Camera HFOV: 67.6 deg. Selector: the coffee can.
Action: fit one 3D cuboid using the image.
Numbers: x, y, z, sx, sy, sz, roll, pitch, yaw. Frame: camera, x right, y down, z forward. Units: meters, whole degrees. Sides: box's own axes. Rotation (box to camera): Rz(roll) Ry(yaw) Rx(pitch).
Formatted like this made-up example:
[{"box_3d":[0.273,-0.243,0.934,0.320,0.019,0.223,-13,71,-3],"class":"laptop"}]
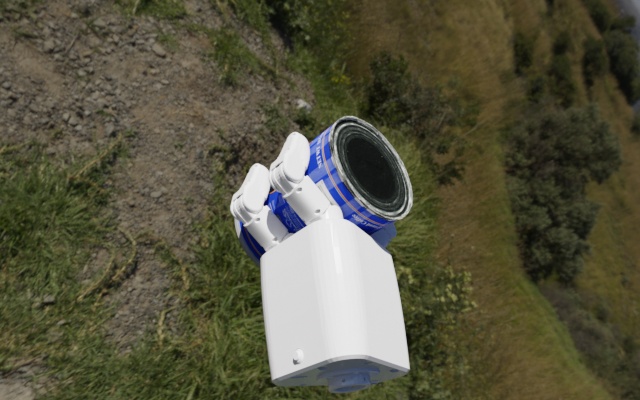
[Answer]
[{"box_3d":[0.000,0.001,0.453,0.103,0.102,0.140,0,-27,-48],"class":"coffee can"}]
